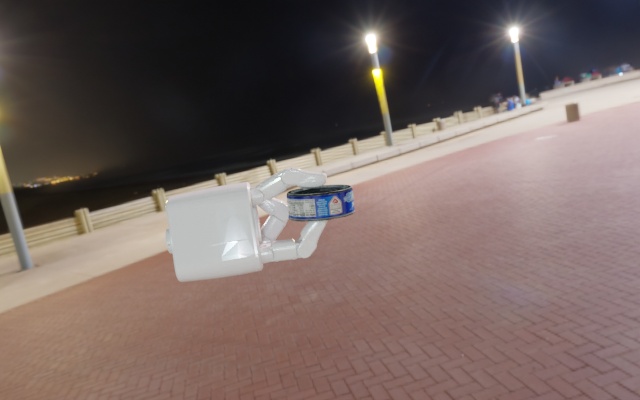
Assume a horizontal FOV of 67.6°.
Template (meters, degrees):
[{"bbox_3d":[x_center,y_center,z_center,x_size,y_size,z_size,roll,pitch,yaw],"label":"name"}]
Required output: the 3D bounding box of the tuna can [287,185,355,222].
[{"bbox_3d":[0.000,0.001,0.606,0.086,0.034,0.086,-6,8,1],"label":"tuna can"}]
